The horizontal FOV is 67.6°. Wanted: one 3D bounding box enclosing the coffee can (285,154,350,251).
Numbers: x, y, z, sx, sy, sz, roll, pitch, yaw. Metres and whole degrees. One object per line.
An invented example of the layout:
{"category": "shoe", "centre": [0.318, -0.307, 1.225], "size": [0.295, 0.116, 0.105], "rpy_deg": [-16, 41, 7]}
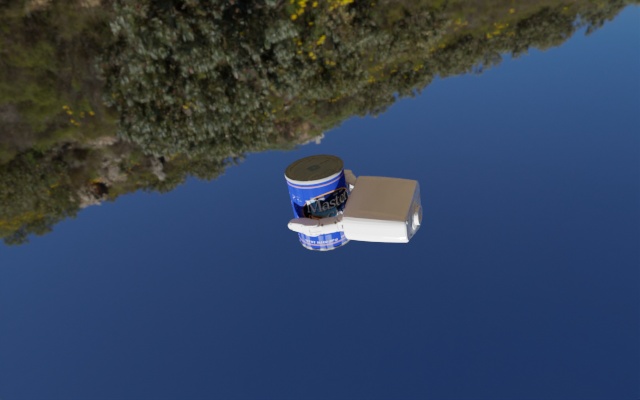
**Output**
{"category": "coffee can", "centre": [0.000, 0.003, 0.850], "size": [0.103, 0.140, 0.102], "rpy_deg": [-8, 29, 5]}
